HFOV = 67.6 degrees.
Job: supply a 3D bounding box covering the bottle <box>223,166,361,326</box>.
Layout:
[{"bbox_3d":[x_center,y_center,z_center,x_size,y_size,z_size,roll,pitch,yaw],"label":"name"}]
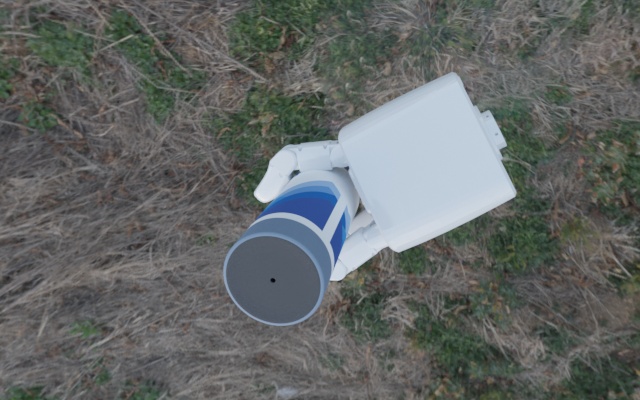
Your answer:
[{"bbox_3d":[0.000,0.002,0.433,0.069,0.069,0.295,0,19,13],"label":"bottle"}]
